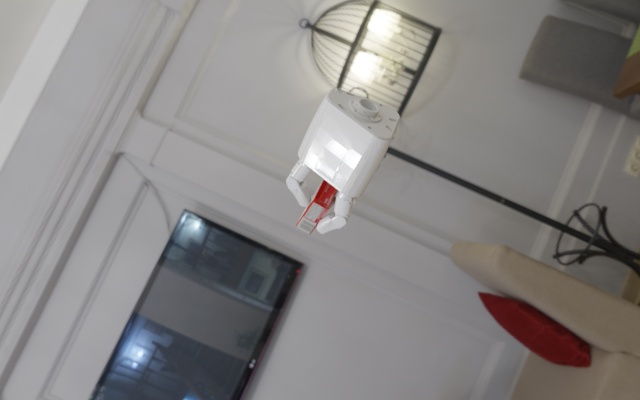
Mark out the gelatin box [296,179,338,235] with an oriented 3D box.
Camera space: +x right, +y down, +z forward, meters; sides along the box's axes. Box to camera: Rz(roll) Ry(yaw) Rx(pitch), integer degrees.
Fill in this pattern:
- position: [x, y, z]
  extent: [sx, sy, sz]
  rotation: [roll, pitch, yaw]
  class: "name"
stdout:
- position: [0.000, 0.002, 0.757]
  extent: [0.030, 0.073, 0.089]
  rotation: [31, -37, -3]
  class: "gelatin box"
